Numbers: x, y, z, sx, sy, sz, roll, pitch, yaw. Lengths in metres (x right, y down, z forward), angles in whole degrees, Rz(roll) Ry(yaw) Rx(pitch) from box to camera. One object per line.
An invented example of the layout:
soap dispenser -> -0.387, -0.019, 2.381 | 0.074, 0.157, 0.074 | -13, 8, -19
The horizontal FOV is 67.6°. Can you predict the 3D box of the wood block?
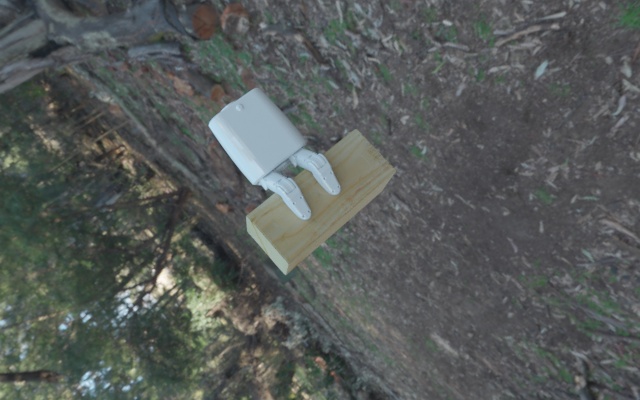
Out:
wood block -> 0.000, 0.002, 0.699 | 0.206, 0.090, 0.091 | -40, -9, -17
